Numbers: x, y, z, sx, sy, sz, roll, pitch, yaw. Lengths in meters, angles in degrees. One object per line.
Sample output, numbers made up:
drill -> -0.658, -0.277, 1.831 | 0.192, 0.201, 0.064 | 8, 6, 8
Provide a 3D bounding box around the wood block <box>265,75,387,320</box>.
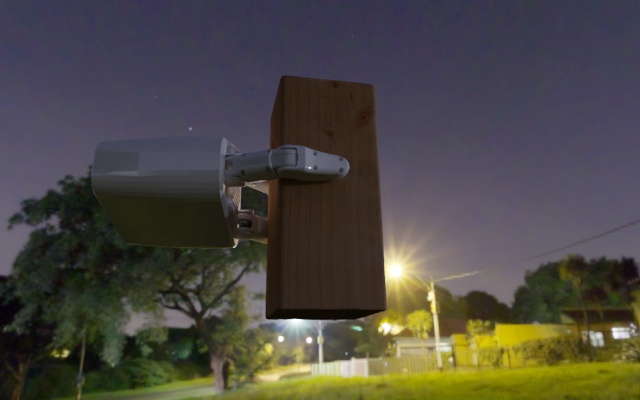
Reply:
wood block -> 0.000, 0.001, 0.441 | 0.090, 0.206, 0.091 | 3, -19, -12
